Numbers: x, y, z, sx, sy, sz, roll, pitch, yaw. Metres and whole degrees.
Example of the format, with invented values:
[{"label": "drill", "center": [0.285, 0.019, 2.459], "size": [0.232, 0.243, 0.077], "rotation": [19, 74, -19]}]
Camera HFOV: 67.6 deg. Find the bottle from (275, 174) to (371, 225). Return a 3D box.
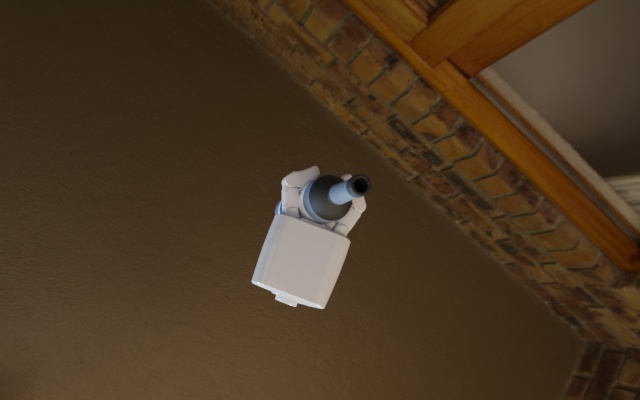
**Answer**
[{"label": "bottle", "center": [0.000, 0.002, 0.707], "size": [0.069, 0.069, 0.296], "rotation": [0, -8, -19]}]
